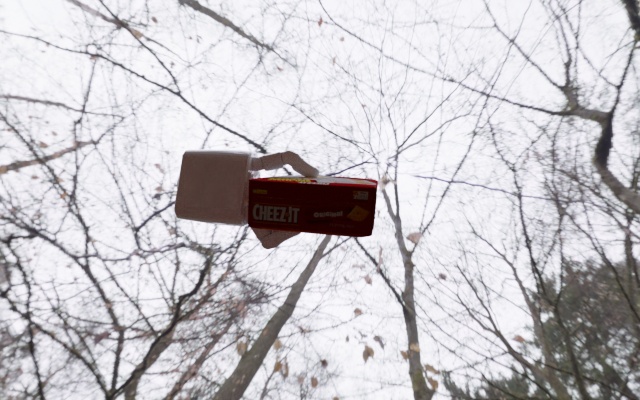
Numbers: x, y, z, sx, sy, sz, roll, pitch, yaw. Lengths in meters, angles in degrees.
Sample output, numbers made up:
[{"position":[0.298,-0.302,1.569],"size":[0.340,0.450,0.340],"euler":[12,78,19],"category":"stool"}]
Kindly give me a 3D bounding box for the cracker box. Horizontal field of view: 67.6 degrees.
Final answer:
[{"position":[0.000,0.002,0.701],"size":[0.164,0.072,0.213],"euler":[3,5,7],"category":"cracker box"}]
